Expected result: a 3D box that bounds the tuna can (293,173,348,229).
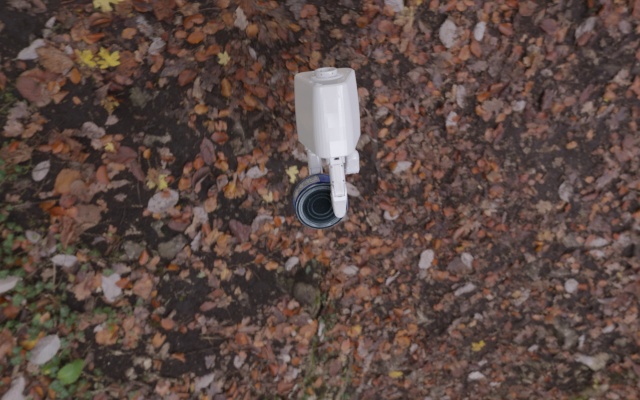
[{"bbox_3d":[0.000,0.003,0.754,0.086,0.086,0.033,0,29,-10],"label":"tuna can"}]
